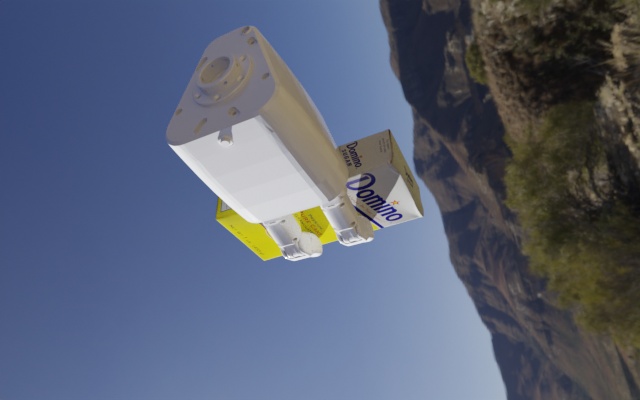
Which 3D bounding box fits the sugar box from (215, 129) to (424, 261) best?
[{"bbox_3d":[0.000,0.002,0.456,0.176,0.048,0.093,-16,-38,21],"label":"sugar box"}]
